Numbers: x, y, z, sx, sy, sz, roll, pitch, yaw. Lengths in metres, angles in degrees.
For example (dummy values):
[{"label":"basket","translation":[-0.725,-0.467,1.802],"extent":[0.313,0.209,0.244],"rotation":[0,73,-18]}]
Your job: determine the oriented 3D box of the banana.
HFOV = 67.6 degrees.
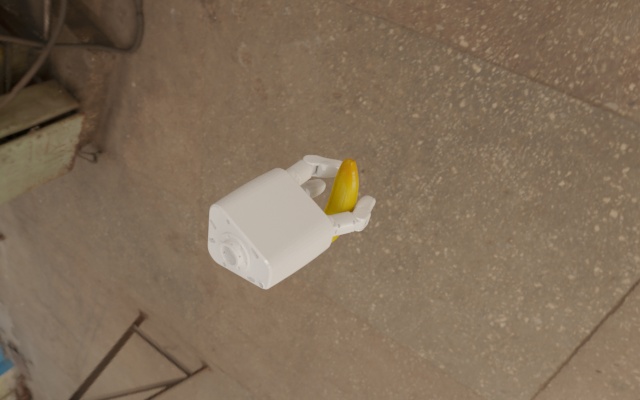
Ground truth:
[{"label":"banana","translation":[0.009,0.019,0.660],"extent":[0.037,0.069,0.198],"rotation":[-25,-13,-36]}]
